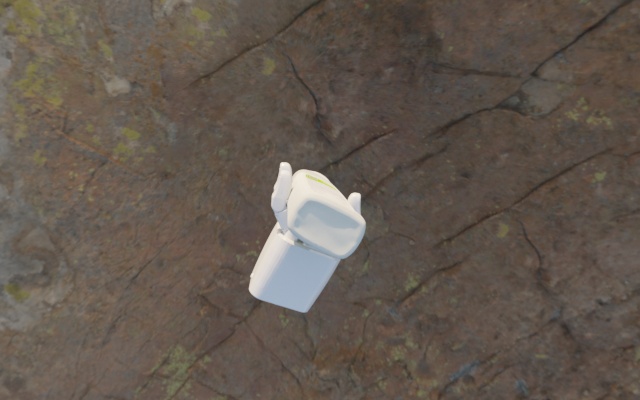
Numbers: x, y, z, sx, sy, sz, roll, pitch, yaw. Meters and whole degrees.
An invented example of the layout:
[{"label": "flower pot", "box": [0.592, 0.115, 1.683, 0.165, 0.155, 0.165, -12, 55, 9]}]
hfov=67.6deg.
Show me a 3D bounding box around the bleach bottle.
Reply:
[{"label": "bleach bottle", "box": [0.000, 0.002, 0.731, 0.102, 0.068, 0.250, 28, 11, -10]}]
